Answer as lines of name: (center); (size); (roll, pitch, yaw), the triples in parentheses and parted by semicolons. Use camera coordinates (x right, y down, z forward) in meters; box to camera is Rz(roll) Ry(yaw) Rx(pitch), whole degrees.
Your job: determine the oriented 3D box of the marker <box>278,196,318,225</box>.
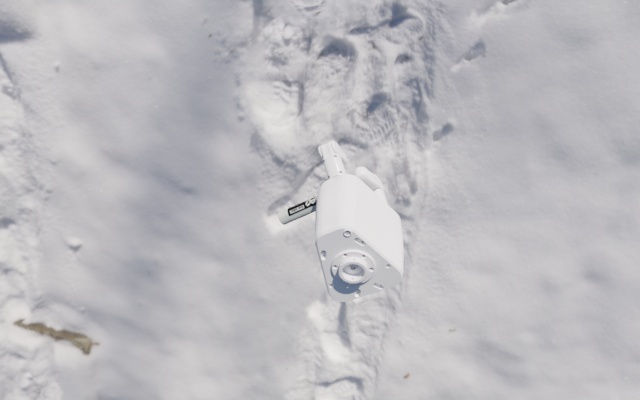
marker: (0.000, 0.002, 0.623); (0.121, 0.020, 0.020); (-23, -8, 19)
